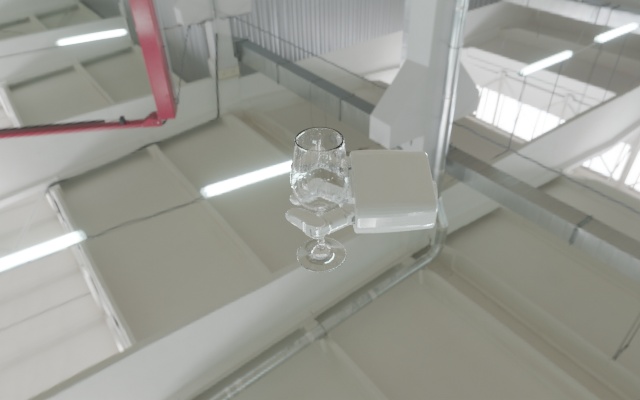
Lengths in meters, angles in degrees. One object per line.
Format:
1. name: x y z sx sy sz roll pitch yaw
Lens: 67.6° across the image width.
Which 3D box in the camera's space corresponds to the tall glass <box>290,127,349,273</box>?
1. tall glass: 0.000 0.003 0.654 0.079 0.201 0.079 -1 38 1
